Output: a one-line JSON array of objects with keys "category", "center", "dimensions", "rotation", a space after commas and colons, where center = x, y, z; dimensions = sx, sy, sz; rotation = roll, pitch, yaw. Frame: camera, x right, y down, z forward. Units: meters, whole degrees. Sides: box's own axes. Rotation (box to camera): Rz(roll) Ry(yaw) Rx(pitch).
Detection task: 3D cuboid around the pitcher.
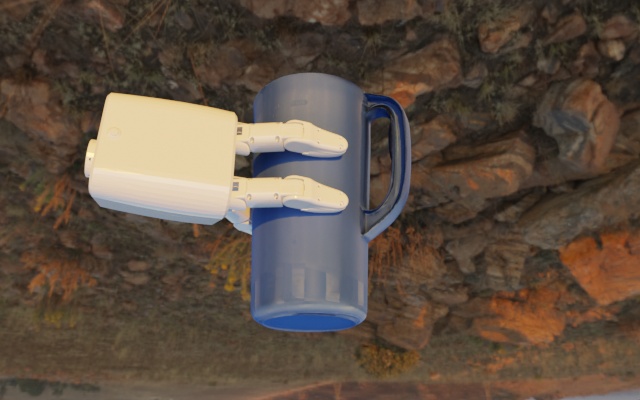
[{"category": "pitcher", "center": [0.000, 0.002, 0.484], "dimensions": [0.145, 0.242, 0.149], "rotation": [10, -26, -21]}]
